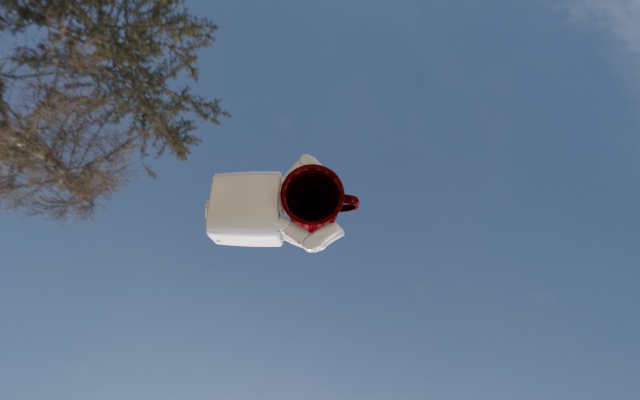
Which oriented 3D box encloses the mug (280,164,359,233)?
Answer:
[{"bbox_3d":[0.002,0.002,0.725,0.117,0.093,0.081,1,-17,0],"label":"mug"}]
